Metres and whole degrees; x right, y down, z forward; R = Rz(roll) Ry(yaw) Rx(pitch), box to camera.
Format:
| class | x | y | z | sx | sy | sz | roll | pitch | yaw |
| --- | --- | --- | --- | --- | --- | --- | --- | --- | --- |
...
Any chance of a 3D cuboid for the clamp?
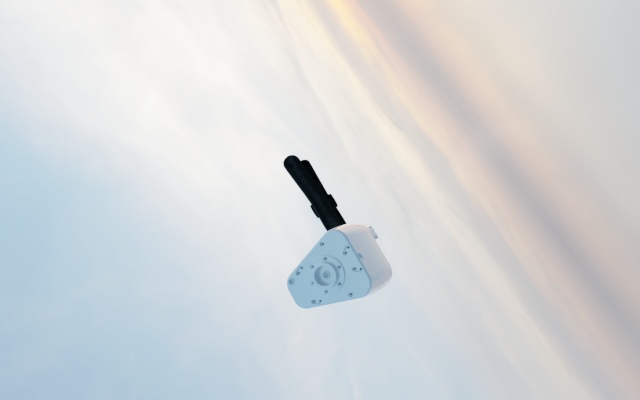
| class | x | y | z | sx | sy | sz | roll | pitch | yaw |
| --- | --- | --- | --- | --- | --- | --- | --- | --- | --- |
| clamp | 0.000 | 0.003 | 0.709 | 0.039 | 0.171 | 0.120 | -36 | -12 | 13 |
